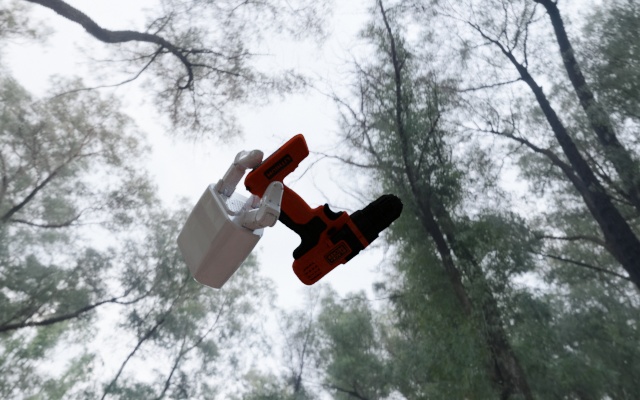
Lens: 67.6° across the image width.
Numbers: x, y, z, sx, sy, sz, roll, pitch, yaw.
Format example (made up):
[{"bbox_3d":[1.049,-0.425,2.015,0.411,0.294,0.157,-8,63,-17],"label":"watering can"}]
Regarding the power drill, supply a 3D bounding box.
[{"bbox_3d":[0.000,0.002,0.663,0.184,0.188,0.057,-38,12,-1],"label":"power drill"}]
